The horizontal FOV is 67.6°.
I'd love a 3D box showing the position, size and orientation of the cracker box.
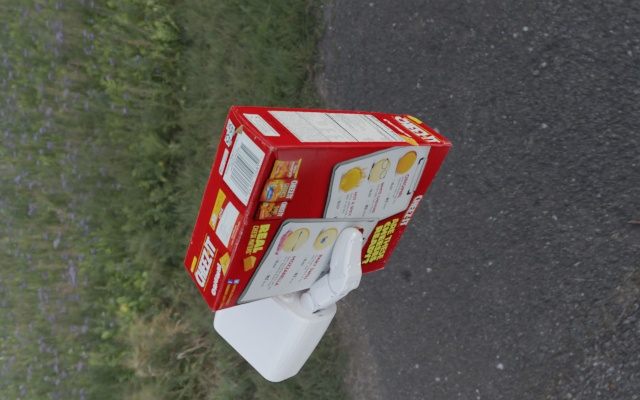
[{"bbox_3d":[0.000,0.002,0.438,0.213,0.164,0.072,-7,42,-41],"label":"cracker box"}]
